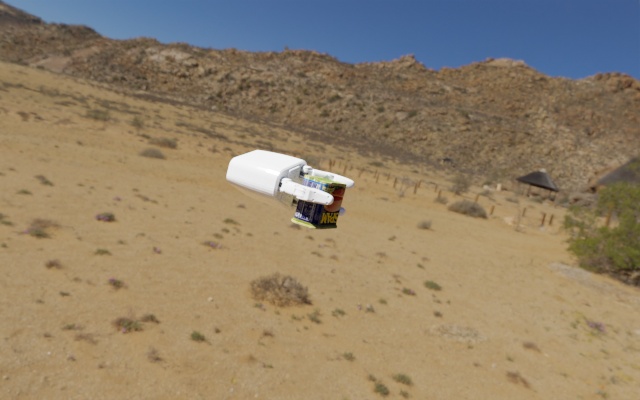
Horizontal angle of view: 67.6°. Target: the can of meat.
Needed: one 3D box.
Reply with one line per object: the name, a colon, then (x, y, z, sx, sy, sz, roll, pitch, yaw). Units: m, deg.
can of meat: (0.000, 0.002, 0.848, 0.057, 0.084, 0.102, 17, 6, 25)
